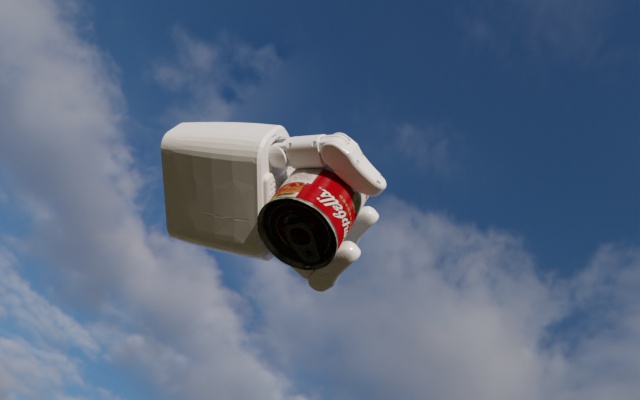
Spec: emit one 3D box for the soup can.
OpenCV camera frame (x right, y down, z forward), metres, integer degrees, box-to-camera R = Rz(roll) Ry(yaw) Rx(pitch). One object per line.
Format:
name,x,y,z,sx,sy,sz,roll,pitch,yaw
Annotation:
soup can,0.001,0.001,0.406,0.068,0.068,0.102,0,31,26
